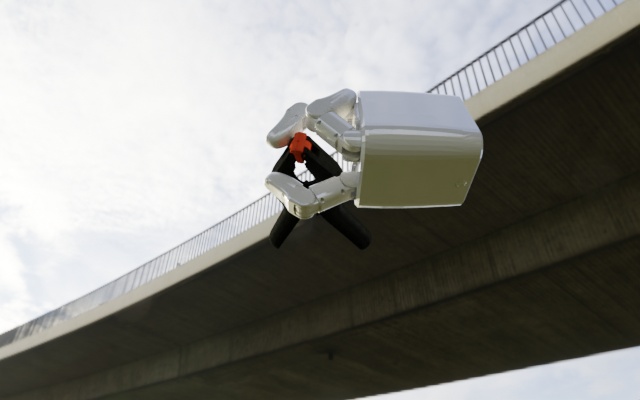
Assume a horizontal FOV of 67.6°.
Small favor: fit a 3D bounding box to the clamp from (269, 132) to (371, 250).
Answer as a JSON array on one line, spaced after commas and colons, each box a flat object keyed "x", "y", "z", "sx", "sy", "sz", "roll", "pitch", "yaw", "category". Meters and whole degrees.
[{"x": 0.000, "y": 0.001, "z": 0.515, "sx": 0.120, "sy": 0.039, "sz": 0.172, "roll": 1, "pitch": -39, "yaw": -1, "category": "clamp"}]
